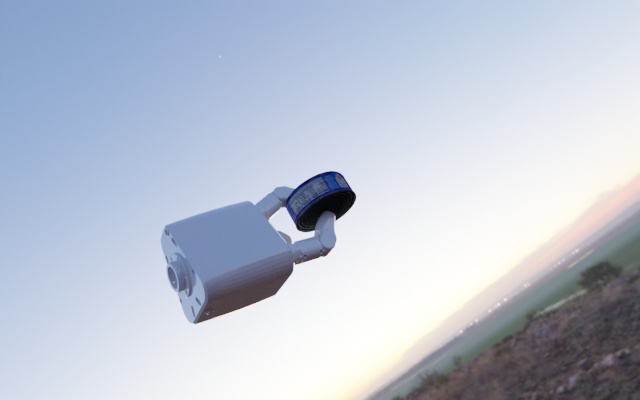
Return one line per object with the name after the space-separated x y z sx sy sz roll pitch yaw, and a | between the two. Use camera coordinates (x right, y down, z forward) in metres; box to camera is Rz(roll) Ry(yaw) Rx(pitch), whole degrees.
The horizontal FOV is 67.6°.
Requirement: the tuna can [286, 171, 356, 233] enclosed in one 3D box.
0.000 0.002 0.601 0.086 0.033 0.086 -25 -25 -13 | tuna can
